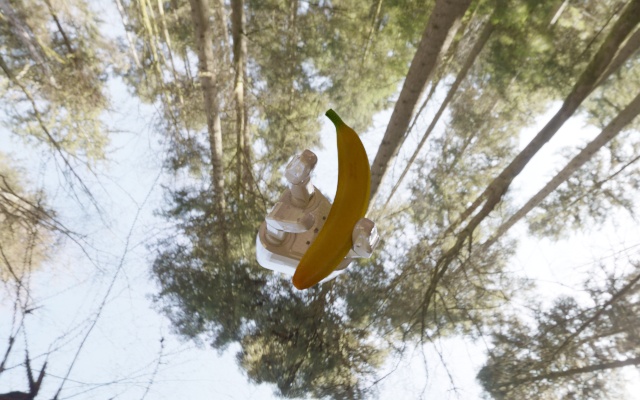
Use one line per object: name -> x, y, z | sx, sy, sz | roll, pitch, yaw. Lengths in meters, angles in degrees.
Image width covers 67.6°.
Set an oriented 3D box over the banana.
banana -> 0.018, 0.003, 0.508 | 0.069, 0.197, 0.037 | 15, -19, -14
